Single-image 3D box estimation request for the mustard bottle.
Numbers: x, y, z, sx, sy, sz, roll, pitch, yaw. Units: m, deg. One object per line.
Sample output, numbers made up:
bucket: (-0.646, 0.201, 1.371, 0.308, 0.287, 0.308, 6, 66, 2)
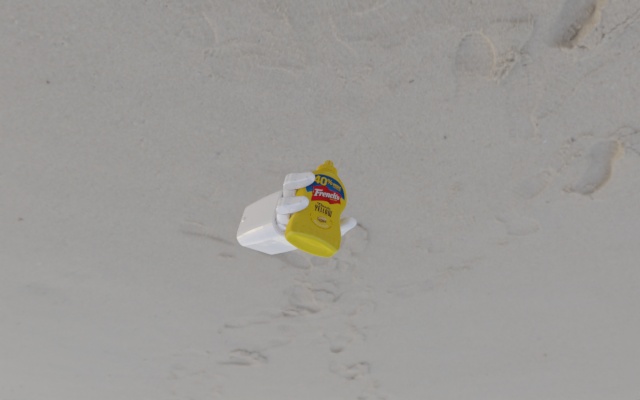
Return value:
mustard bottle: (0.000, 0.003, 0.866, 0.096, 0.191, 0.058, 23, -38, -15)
